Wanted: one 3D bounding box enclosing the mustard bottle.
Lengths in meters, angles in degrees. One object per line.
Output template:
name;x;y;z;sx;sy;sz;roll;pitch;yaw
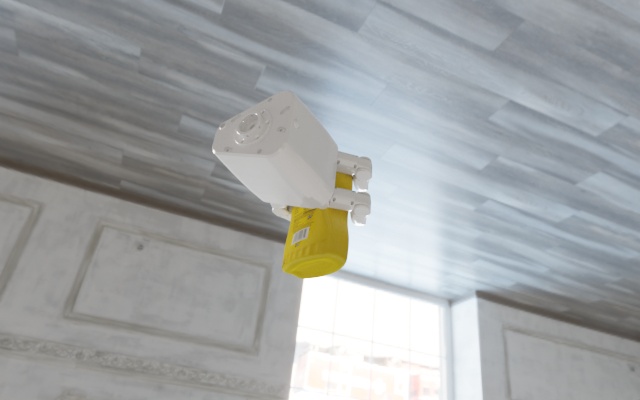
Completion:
mustard bottle;0.000;0.002;0.633;0.058;0.191;0.096;26;-35;-30
